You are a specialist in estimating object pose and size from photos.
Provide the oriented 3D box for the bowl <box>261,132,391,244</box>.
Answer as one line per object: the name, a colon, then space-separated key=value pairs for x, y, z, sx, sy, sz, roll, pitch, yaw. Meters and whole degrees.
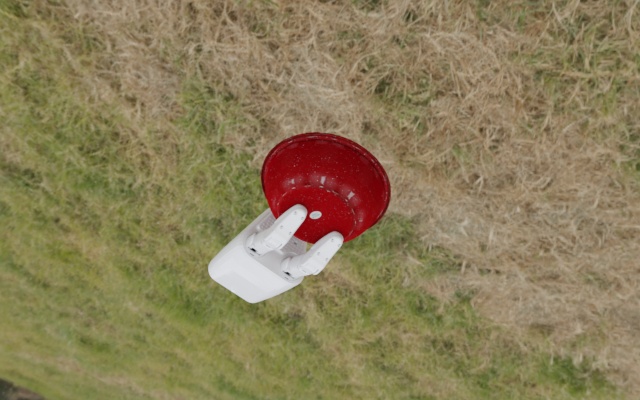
bowl: x=0.001 y=0.001 z=0.562 sx=0.162 sy=0.162 sz=0.055 roll=0 pitch=40 yaw=15
